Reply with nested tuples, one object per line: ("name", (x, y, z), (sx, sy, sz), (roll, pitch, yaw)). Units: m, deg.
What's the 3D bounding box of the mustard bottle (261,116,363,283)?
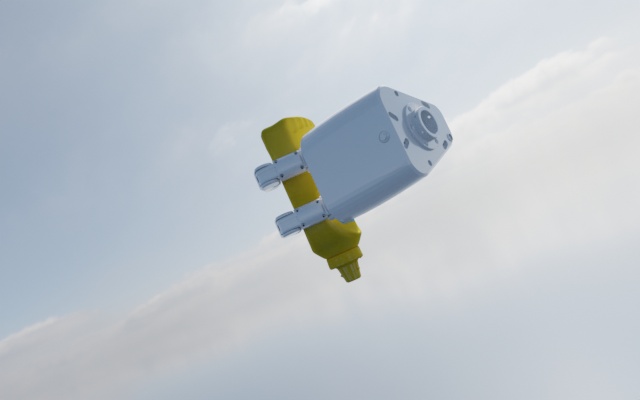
("mustard bottle", (0.000, 0.002, 0.545), (0.058, 0.191, 0.096), (-26, -7, 15))
